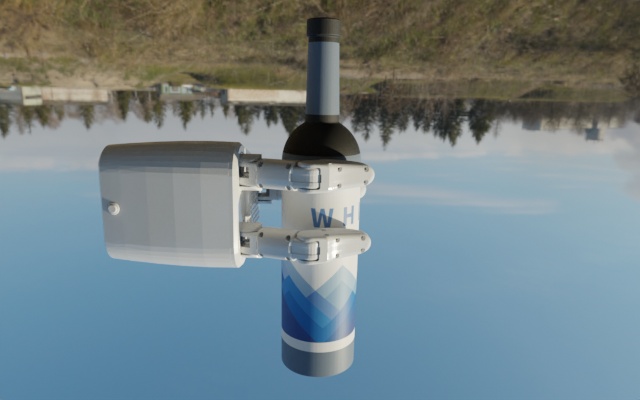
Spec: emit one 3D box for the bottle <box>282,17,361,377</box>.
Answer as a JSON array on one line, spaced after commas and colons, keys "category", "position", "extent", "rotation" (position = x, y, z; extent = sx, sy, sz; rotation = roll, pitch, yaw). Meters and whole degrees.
[{"category": "bottle", "position": [0.000, 0.002, 0.408], "extent": [0.069, 0.296, 0.069], "rotation": [1, 13, 0]}]
